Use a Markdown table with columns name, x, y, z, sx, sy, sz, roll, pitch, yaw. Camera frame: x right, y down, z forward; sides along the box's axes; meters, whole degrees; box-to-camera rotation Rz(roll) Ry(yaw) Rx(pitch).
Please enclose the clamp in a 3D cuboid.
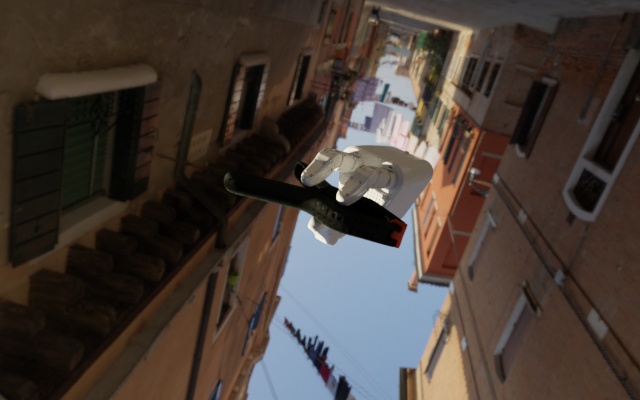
| name | x | y | z | sx | sy | sz | roll | pitch | yaw |
| --- | --- | --- | --- | --- | --- | --- | --- | --- | --- |
| clamp | 0.000 | 0.003 | 0.571 | 0.210 | 0.036 | 0.164 | 28 | 23 | 30 |
